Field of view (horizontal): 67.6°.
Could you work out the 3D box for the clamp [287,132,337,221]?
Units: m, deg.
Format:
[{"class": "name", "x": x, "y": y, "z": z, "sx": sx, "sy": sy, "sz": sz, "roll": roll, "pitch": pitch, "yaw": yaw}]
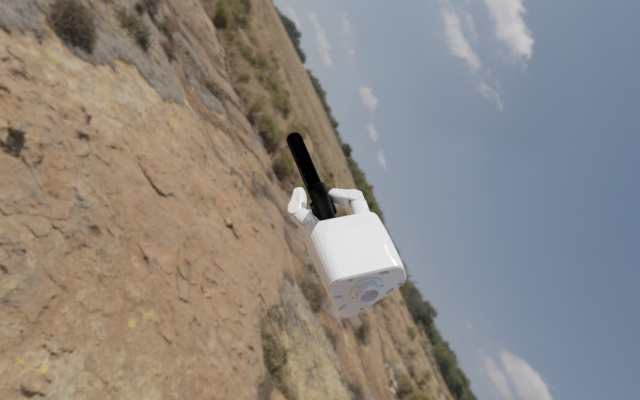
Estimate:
[{"class": "clamp", "x": 0.001, "y": 0.003, "z": 0.745, "sx": 0.036, "sy": 0.210, "sz": 0.164, "roll": -22, "pitch": 44, "yaw": -1}]
